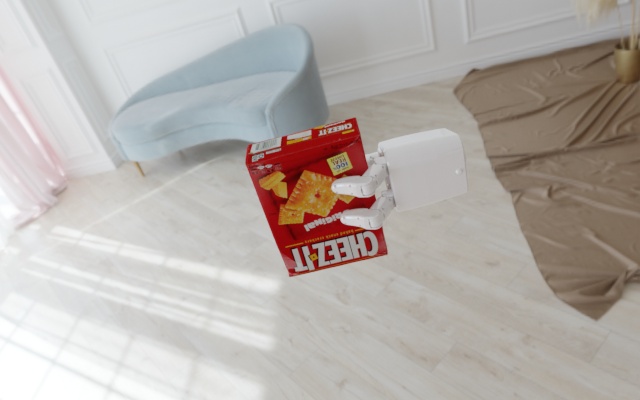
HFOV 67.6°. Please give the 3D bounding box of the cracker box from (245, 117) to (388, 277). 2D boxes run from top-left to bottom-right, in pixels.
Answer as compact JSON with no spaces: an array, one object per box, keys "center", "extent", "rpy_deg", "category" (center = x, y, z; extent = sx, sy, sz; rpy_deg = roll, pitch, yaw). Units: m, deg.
[{"center":[0.000,0.002,0.712],"extent":[0.164,0.214,0.072],"rpy_deg":[-14,32,6],"category":"cracker box"}]
